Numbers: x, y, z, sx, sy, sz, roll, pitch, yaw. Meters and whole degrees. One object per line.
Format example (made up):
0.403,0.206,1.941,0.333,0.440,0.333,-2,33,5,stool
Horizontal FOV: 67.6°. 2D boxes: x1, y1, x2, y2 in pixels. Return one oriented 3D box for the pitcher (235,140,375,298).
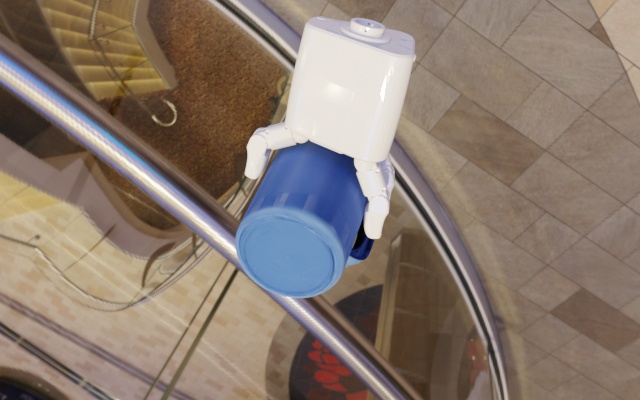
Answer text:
0.000,0.002,0.546,0.149,0.145,0.242,15,33,4,pitcher
